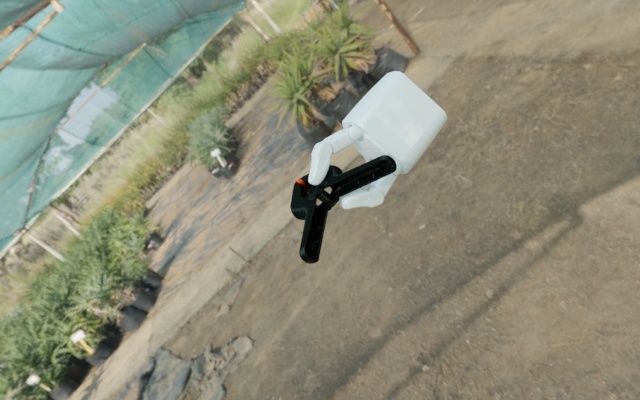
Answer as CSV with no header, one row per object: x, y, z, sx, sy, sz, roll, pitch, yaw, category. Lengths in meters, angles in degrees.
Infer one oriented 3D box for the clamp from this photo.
-0.001,0.001,0.655,0.036,0.164,0.210,44,-12,-21,clamp
